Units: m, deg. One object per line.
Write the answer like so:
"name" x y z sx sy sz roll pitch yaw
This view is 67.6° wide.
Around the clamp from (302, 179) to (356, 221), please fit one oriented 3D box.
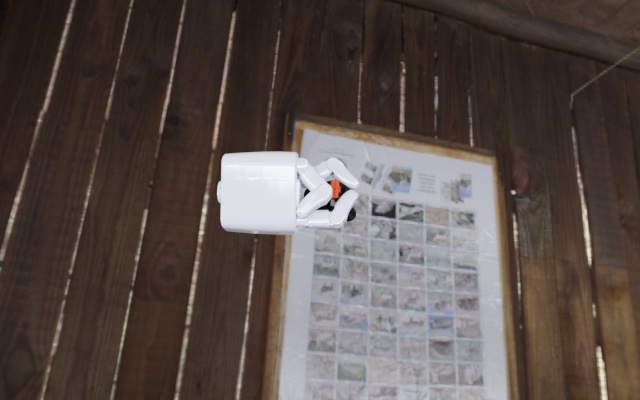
"clamp" 0.000 0.003 0.764 0.120 0.039 0.171 -2 -17 1
